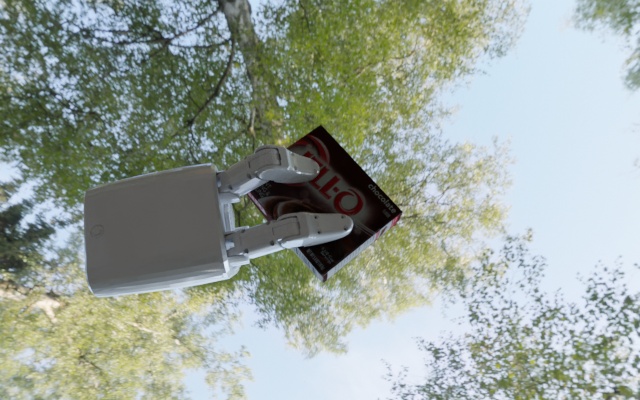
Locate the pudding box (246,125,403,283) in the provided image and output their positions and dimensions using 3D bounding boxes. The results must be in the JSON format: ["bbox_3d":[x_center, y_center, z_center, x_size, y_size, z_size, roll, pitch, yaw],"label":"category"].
[{"bbox_3d":[0.000,0.001,0.419,0.090,0.113,0.039,-37,-15,-15],"label":"pudding box"}]
